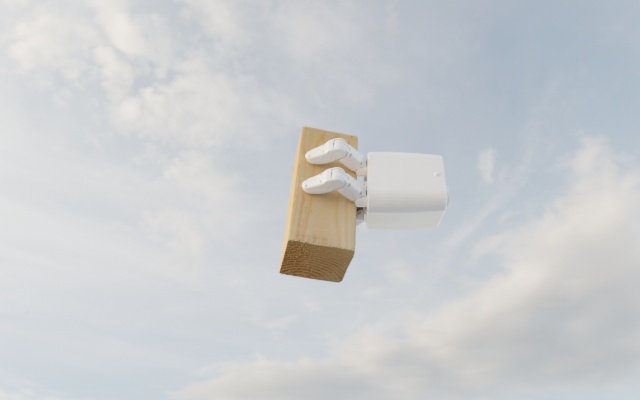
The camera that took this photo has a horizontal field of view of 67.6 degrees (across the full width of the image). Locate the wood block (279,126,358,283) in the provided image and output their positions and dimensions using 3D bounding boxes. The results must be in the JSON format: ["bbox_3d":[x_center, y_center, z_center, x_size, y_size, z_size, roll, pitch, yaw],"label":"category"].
[{"bbox_3d":[0.000,0.002,0.692,0.090,0.206,0.091,10,-39,-6],"label":"wood block"}]
